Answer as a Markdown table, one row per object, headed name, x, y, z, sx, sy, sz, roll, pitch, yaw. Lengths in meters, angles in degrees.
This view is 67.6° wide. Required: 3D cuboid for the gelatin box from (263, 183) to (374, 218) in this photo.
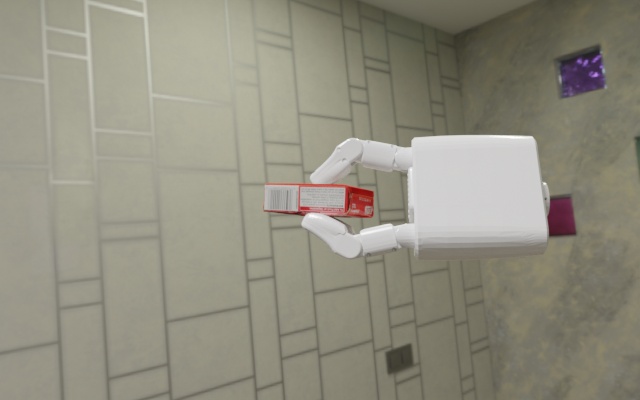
| name | x | y | z | sx | sy | sz | roll | pitch | yaw |
| --- | --- | --- | --- | --- | --- | --- | --- | --- | --- |
| gelatin box | 0.000 | 0.001 | 0.468 | 0.089 | 0.030 | 0.073 | 2 | -3 | 24 |
